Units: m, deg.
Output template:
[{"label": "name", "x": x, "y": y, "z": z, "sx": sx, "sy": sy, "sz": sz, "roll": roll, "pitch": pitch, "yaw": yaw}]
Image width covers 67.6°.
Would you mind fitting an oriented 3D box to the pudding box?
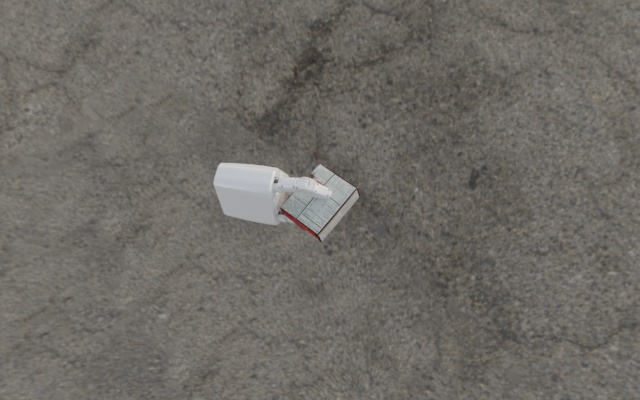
[{"label": "pudding box", "x": 0.000, "y": 0.003, "z": 0.830, "sx": 0.090, "sy": 0.113, "sz": 0.039, "roll": 36, "pitch": -13, "yaw": 23}]
